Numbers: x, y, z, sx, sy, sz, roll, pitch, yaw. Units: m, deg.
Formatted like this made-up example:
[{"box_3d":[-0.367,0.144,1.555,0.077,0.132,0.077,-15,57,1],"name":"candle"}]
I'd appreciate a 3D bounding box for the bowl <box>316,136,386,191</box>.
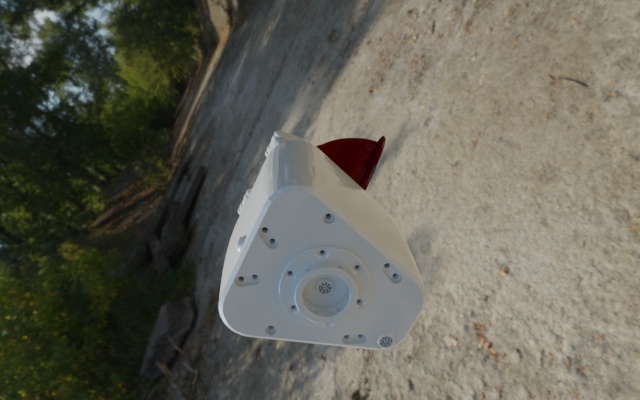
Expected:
[{"box_3d":[0.000,0.001,0.448,0.055,0.162,0.162,27,0,0],"name":"bowl"}]
